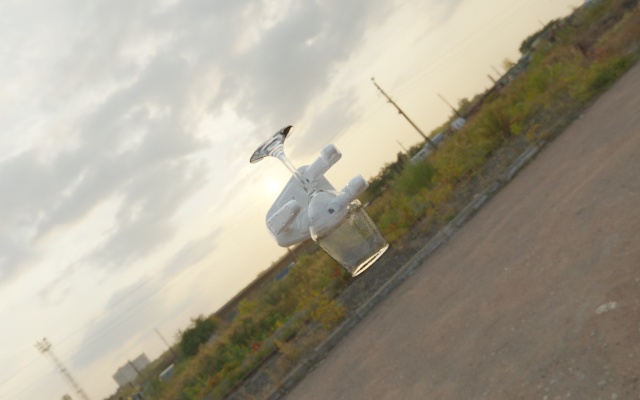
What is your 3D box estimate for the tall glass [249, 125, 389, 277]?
[{"bbox_3d":[0.000,0.002,0.617,0.079,0.201,0.079,-40,-4,-4],"label":"tall glass"}]
